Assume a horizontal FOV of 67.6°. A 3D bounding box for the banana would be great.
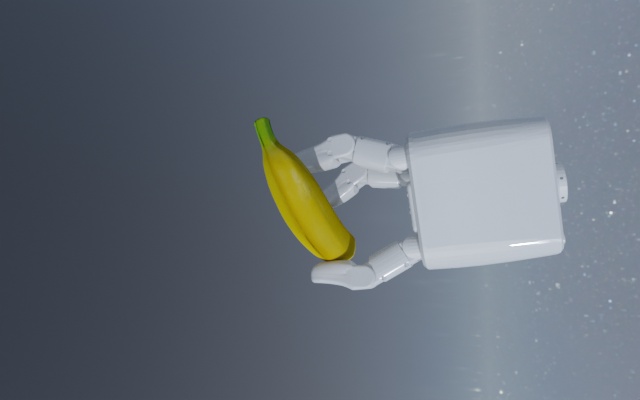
[{"bbox_3d":[-0.001,0.014,0.415,0.037,0.069,0.198,-13,-38,15],"label":"banana"}]
